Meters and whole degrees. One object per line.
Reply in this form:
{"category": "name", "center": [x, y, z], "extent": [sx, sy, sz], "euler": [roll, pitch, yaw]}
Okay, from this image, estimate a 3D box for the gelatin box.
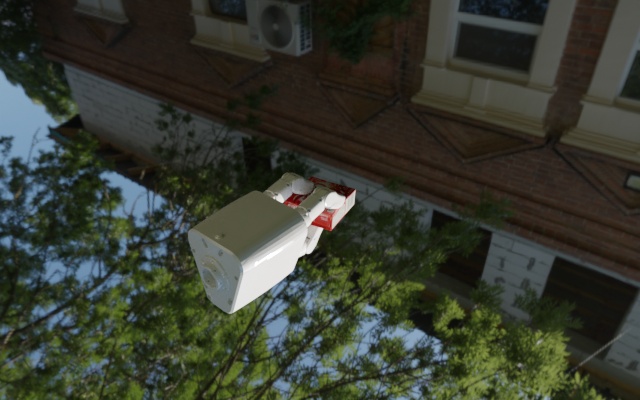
{"category": "gelatin box", "center": [0.000, 0.002, 0.680], "extent": [0.073, 0.030, 0.089], "euler": [17, 32, 20]}
